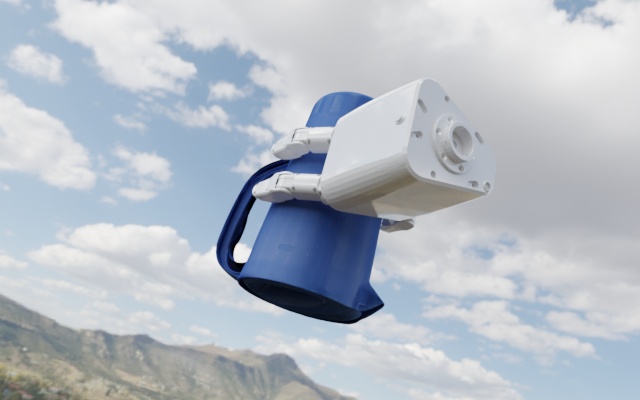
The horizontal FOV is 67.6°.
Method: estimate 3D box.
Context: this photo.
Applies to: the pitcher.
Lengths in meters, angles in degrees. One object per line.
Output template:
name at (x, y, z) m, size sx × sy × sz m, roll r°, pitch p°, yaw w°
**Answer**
pitcher at (0.000, 0.002, 0.532) m, size 0.149 × 0.242 × 0.145 m, roll 30°, pitch -26°, yaw -27°
